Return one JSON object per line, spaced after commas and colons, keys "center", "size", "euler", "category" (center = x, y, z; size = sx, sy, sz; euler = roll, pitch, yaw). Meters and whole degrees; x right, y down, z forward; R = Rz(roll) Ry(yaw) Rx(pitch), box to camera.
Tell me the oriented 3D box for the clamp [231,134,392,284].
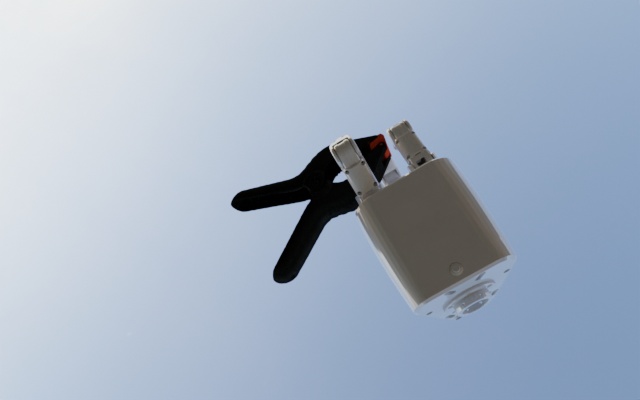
{"center": [0.000, 0.002, 0.465], "size": [0.171, 0.120, 0.039], "euler": [-30, -32, 6], "category": "clamp"}
